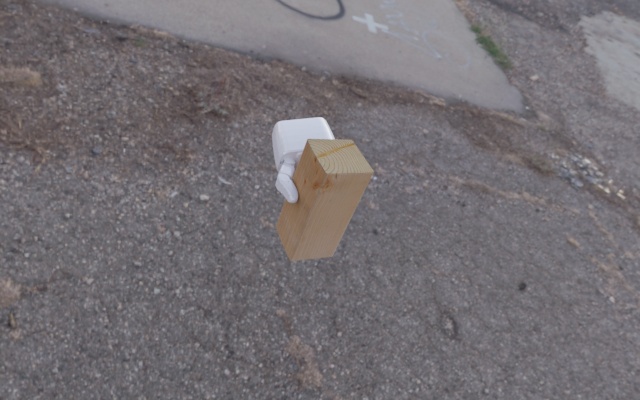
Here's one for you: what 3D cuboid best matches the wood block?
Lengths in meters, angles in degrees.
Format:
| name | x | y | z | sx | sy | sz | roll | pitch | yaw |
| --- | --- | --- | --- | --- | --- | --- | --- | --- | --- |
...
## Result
| name | x | y | z | sx | sy | sz | roll | pitch | yaw |
| --- | --- | --- | --- | --- | --- | --- | --- | --- | --- |
| wood block | 0.000 | 0.002 | 0.829 | 0.091 | 0.206 | 0.090 | -2 | 45 | -28 |
